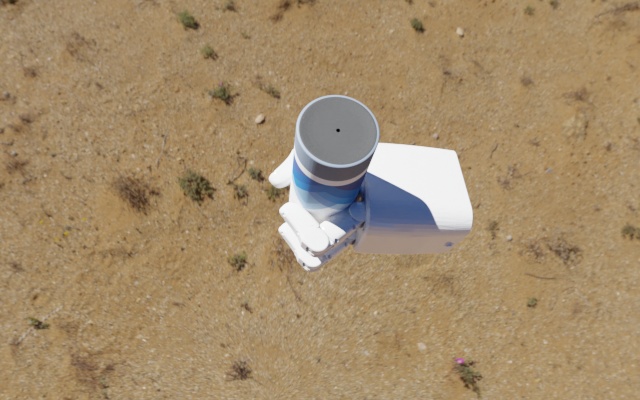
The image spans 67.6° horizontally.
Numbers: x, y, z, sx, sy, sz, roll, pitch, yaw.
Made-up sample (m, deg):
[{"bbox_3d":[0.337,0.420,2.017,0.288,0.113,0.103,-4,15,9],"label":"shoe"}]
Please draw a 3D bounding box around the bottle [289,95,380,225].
[{"bbox_3d":[0.000,0.002,0.509,0.069,0.069,0.296,0,-23,-6],"label":"bottle"}]
